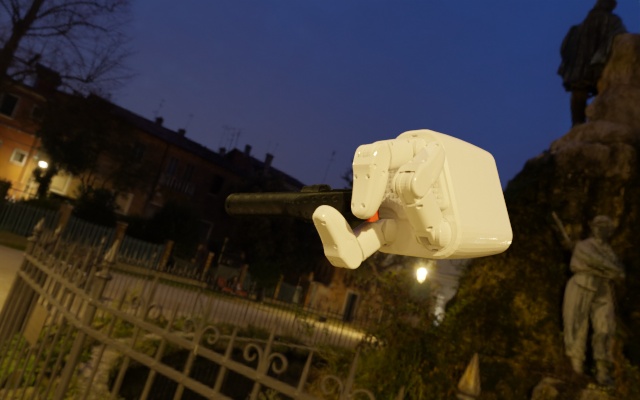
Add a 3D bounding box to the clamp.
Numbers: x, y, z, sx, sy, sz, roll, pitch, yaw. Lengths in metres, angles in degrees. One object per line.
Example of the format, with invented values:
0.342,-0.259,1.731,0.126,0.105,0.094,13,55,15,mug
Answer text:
0.000,0.001,0.469,0.171,0.039,0.120,4,14,44,clamp
